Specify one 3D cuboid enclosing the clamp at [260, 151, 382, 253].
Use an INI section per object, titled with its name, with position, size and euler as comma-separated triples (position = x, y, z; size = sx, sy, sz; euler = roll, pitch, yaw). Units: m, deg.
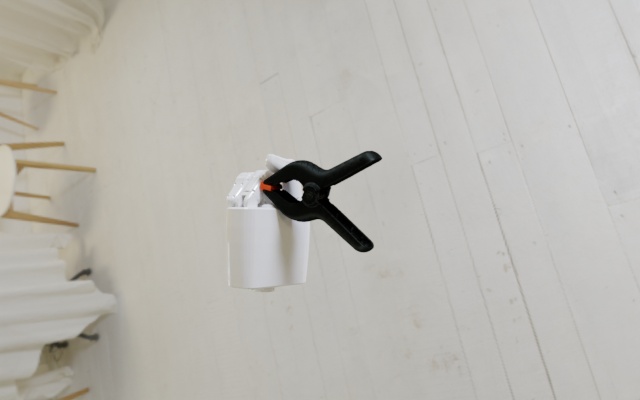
[clamp]
position = 0.000, 0.002, 0.596
size = 0.171, 0.120, 0.039
euler = 0, 0, 35
